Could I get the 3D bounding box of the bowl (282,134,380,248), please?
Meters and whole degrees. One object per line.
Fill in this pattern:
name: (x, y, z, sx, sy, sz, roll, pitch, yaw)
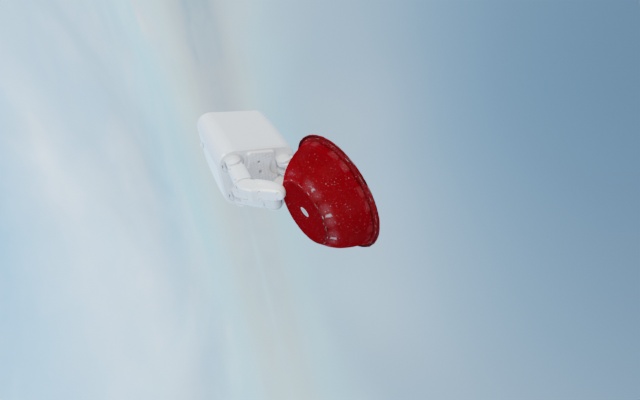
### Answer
bowl: (0.001, 0.003, 0.594, 0.055, 0.162, 0.162, -32, 14, -24)
